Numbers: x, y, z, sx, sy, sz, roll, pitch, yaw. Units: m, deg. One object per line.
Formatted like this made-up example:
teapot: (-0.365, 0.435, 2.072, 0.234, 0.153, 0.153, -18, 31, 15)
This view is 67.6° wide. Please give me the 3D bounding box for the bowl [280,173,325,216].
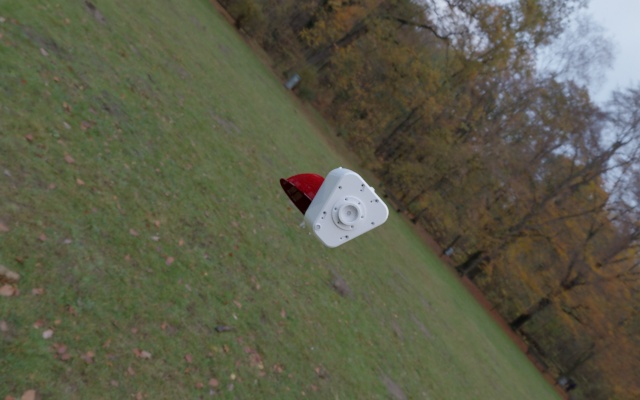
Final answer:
bowl: (0.000, 0.002, 0.871, 0.055, 0.162, 0.162, -45, 12, -12)
